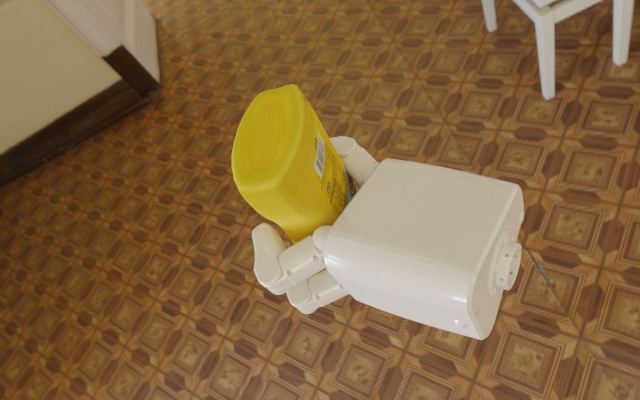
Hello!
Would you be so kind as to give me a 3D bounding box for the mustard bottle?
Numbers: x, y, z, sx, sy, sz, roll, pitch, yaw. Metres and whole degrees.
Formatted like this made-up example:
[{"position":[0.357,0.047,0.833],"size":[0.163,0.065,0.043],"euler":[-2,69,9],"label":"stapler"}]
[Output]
[{"position":[0.000,0.001,0.402],"size":[0.058,0.096,0.192],"euler":[-10,-35,21],"label":"mustard bottle"}]
